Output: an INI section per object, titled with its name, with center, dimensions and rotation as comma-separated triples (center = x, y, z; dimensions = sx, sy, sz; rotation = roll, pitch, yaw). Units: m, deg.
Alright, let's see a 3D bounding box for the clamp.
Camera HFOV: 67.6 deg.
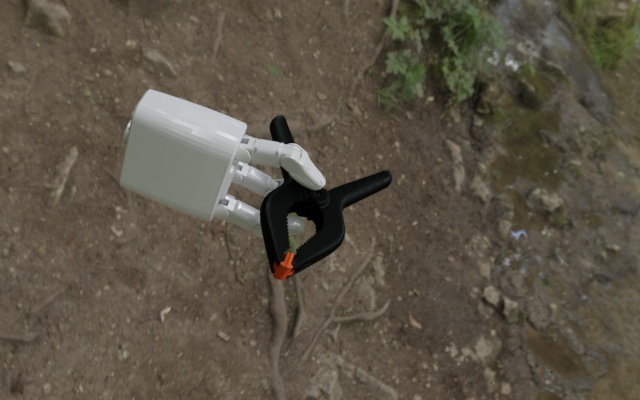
[clamp]
center = 0.000, 0.002, 0.532
dimensions = 0.164, 0.209, 0.036
rotation = 21, -42, -9
